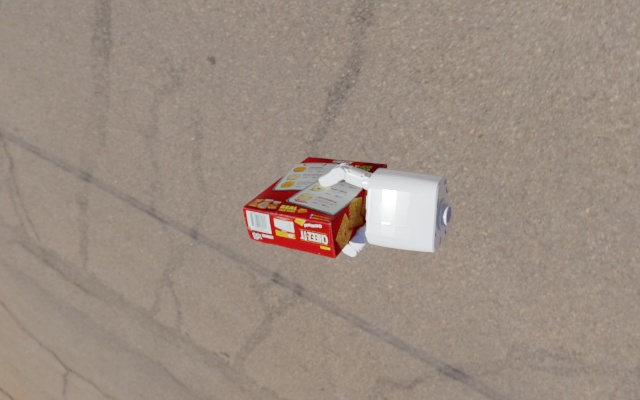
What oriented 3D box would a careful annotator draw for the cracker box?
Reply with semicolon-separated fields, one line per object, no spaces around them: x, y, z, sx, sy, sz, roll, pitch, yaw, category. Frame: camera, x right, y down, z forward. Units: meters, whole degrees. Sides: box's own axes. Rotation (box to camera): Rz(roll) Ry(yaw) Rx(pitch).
0.000;0.003;0.807;0.164;0.072;0.213;9;31;29;cracker box
